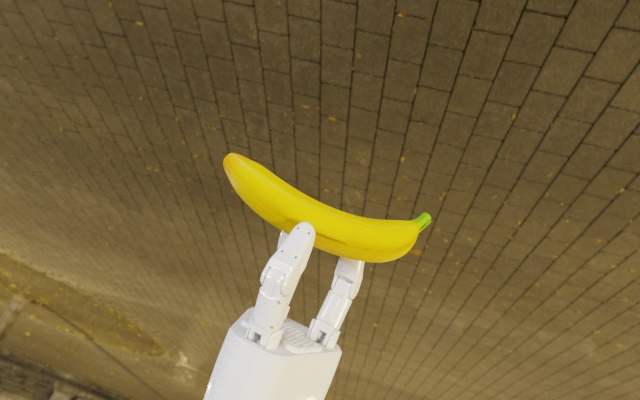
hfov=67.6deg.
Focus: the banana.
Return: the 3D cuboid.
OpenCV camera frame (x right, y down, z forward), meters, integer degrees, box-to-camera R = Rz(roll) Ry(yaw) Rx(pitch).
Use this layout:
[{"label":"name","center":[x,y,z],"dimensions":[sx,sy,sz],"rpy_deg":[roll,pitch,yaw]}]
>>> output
[{"label":"banana","center":[0.001,0.012,0.418],"dimensions":[0.198,0.037,0.069],"rpy_deg":[19,33,-3]}]
